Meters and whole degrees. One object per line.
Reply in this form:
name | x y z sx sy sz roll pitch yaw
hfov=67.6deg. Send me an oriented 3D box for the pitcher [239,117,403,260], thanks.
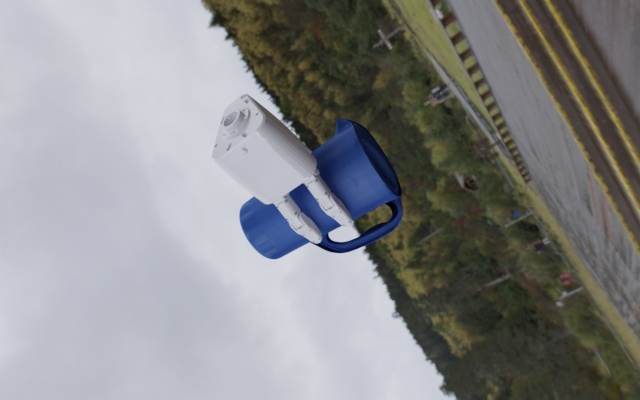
pitcher | 0.000 0.002 0.747 0.243 0.149 0.145 -32 -46 19
